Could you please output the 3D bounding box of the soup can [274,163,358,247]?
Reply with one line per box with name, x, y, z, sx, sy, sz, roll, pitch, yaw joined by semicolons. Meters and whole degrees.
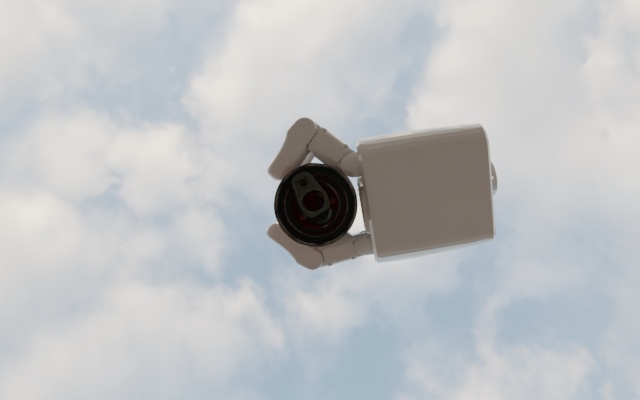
soup can;0.000;0.002;0.433;0.068;0.068;0.102;0;3;5
